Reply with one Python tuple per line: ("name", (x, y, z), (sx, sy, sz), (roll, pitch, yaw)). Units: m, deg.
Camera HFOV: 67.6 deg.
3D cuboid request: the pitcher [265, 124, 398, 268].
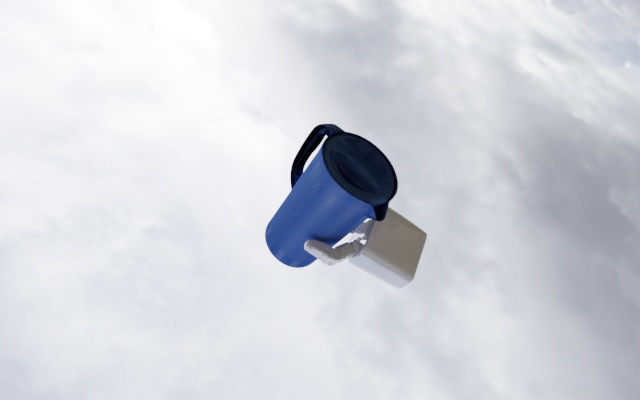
("pitcher", (0.000, 0.003, 0.783), (0.145, 0.149, 0.243), (30, -46, -13))
